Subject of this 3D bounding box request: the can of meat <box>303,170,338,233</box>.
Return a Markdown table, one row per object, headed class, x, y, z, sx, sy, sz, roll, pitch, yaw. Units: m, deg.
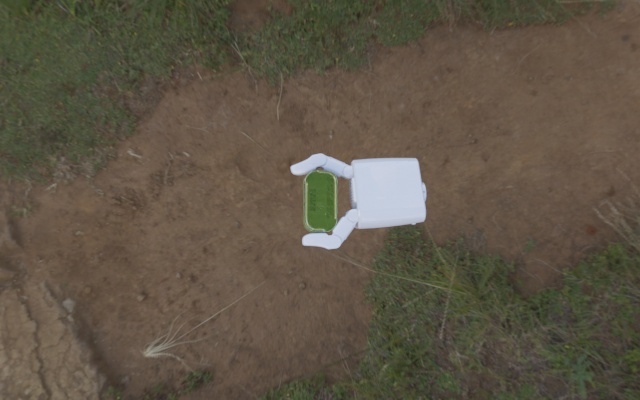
| class | x | y | z | sx | sy | sz | roll | pitch | yaw |
| --- | --- | --- | --- | --- | --- | --- | --- | --- | --- |
| can of meat | 0.000 | 0.002 | 0.776 | 0.057 | 0.102 | 0.084 | 0 | -2 | -2 |
